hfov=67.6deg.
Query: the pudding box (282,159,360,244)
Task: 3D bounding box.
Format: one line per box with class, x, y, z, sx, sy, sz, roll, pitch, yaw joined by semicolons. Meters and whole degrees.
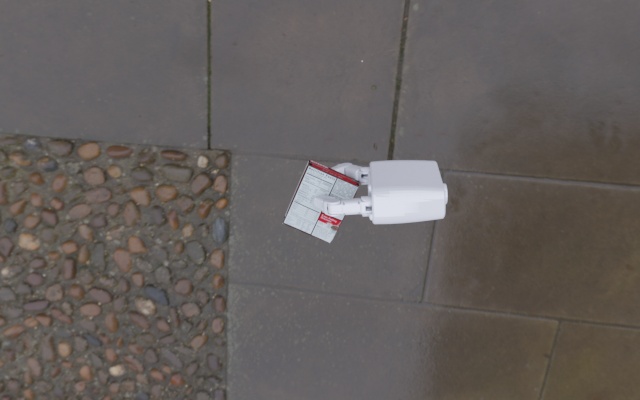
pudding box;0.000;0.003;0.769;0.090;0.113;0.039;24;17;-3
